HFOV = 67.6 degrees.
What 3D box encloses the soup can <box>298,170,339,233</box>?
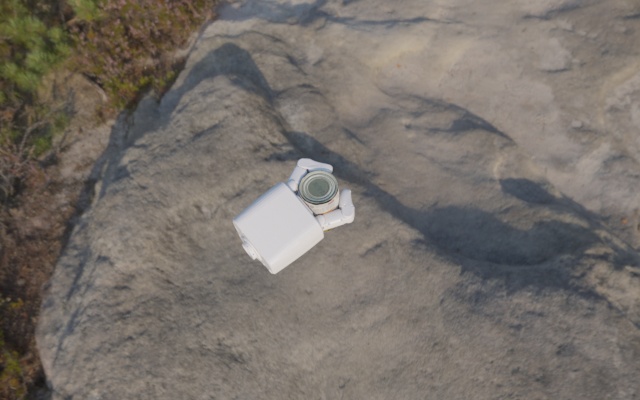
[{"bbox_3d":[0.001,0.002,0.824,0.068,0.068,0.102,0,-31,5],"label":"soup can"}]
